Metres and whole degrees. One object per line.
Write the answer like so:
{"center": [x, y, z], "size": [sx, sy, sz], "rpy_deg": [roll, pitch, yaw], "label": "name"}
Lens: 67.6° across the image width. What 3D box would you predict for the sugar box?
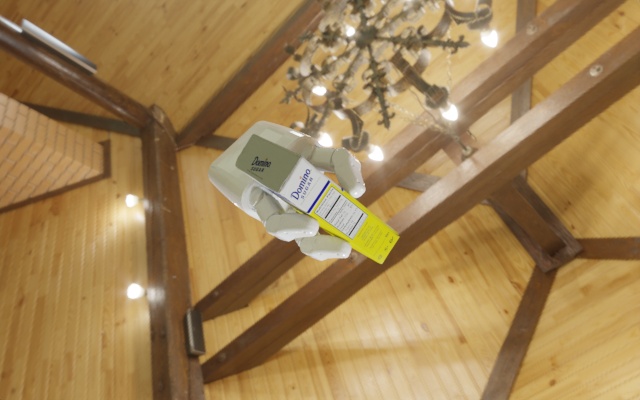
{"center": [0.000, 0.002, 0.503], "size": [0.176, 0.048, 0.093], "rpy_deg": [33, -2, -41], "label": "sugar box"}
